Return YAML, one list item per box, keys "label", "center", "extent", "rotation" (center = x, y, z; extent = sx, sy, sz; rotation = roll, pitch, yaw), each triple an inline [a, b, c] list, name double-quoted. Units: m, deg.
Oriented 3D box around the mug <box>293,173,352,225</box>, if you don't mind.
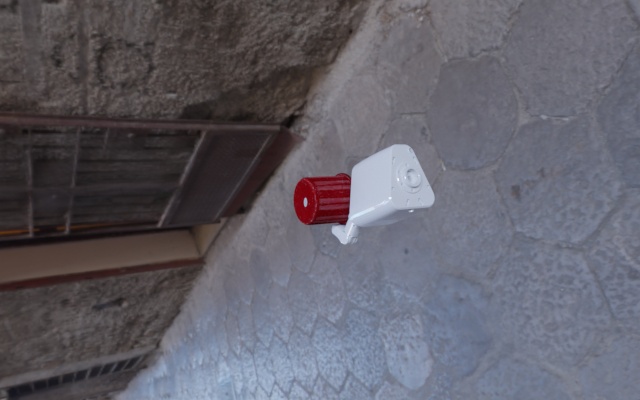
- label: "mug"
  center: [-0.001, 0.003, 0.837]
  extent: [0.081, 0.093, 0.117]
  rotation: [-4, -14, -32]
